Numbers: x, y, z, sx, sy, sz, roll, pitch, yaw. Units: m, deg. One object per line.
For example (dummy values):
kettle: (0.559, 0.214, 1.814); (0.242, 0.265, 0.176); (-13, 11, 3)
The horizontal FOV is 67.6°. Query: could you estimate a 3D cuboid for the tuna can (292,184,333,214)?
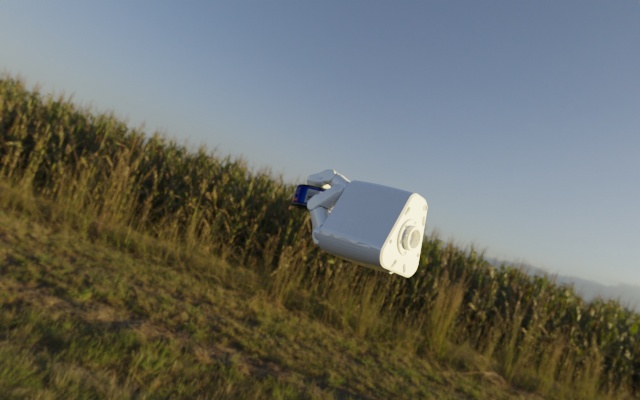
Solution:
tuna can: (0.000, 0.002, 0.754); (0.086, 0.033, 0.086); (15, -7, 2)
